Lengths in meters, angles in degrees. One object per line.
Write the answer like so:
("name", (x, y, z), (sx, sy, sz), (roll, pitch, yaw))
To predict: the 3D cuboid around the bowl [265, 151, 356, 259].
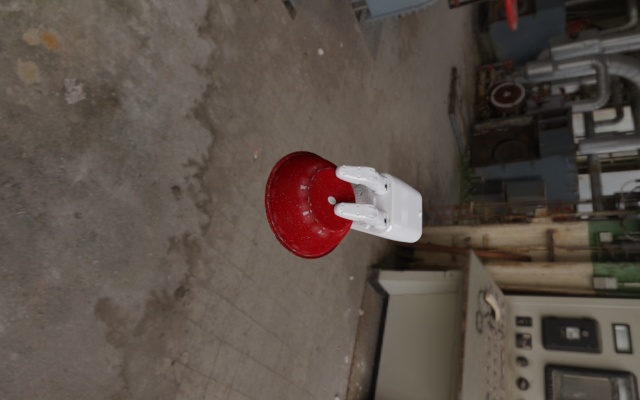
("bowl", (-0.001, 0.002, 0.687), (0.162, 0.162, 0.055), (0, -8, -42))
